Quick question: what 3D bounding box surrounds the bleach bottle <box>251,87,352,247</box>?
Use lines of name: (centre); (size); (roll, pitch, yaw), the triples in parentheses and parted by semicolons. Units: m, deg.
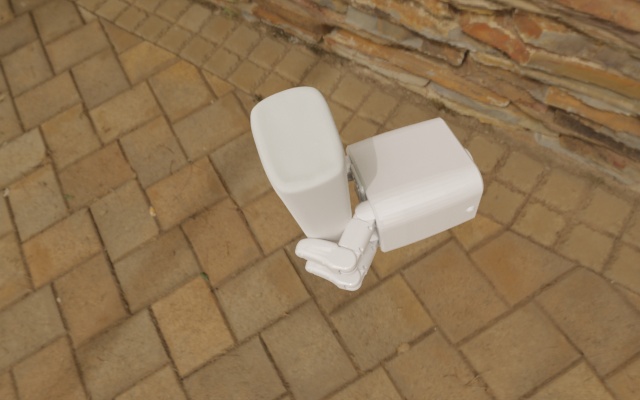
bleach bottle: (0.000, 0.002, 0.493); (0.068, 0.102, 0.251); (-19, -27, 1)
